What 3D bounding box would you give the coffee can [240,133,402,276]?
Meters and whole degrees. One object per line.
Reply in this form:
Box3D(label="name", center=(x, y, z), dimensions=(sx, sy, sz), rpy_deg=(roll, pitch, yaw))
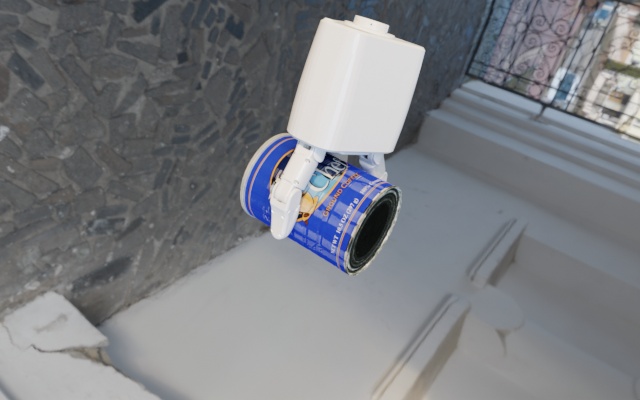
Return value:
Box3D(label="coffee can", center=(0.000, 0.002, 0.510), dimensions=(0.140, 0.103, 0.103), rpy_deg=(29, 13, 25))
